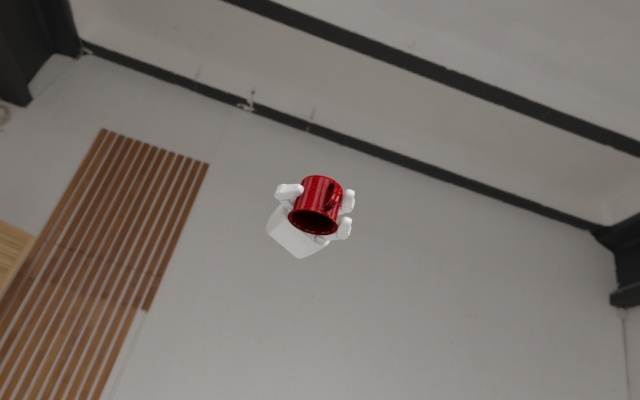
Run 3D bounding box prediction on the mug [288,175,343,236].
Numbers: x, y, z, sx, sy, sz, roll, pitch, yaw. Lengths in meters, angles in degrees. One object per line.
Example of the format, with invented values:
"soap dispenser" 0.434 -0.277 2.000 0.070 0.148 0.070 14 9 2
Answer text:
"mug" 0.001 0.002 0.867 0.093 0.081 0.117 26 -32 -18
